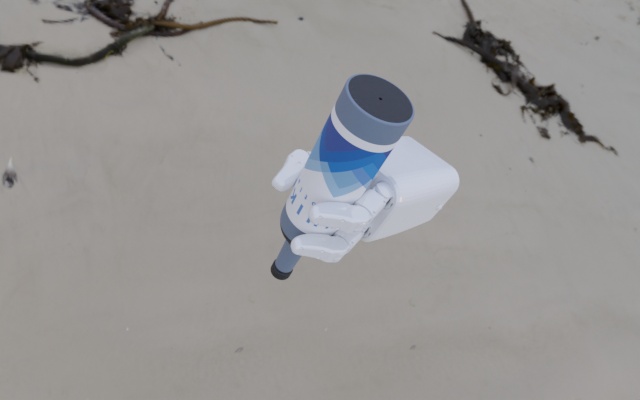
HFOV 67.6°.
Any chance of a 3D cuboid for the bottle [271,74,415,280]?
[{"bbox_3d":[0.000,0.002,0.516,0.069,0.069,0.296,0,-38,-27],"label":"bottle"}]
